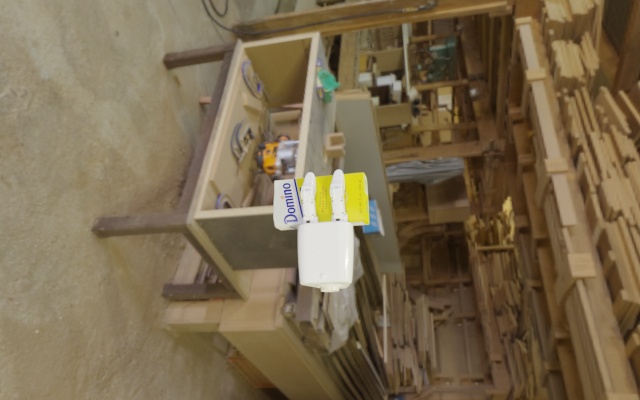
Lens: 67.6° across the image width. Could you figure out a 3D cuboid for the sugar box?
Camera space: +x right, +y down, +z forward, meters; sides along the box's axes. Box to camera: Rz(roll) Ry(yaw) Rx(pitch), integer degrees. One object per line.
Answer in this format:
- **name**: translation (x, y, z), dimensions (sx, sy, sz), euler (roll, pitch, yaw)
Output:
- **sugar box**: translation (0.000, 0.003, 0.893), dimensions (0.176, 0.093, 0.048), euler (-5, -15, 13)
